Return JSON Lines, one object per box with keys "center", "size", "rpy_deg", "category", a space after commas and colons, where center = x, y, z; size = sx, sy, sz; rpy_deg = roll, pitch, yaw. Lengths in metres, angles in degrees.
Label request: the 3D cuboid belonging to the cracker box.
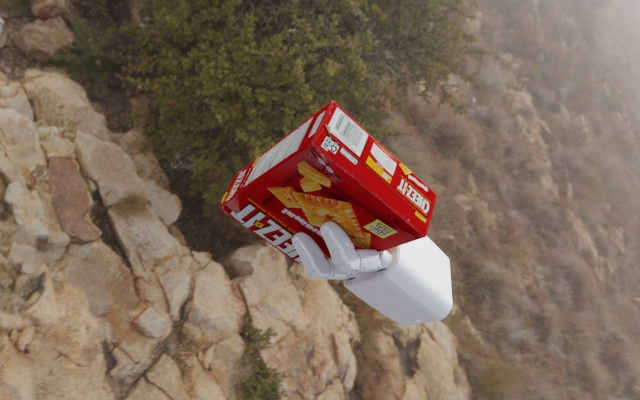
{"center": [0.000, 0.002, 0.567], "size": [0.164, 0.072, 0.214], "rpy_deg": [38, -37, -20], "category": "cracker box"}
